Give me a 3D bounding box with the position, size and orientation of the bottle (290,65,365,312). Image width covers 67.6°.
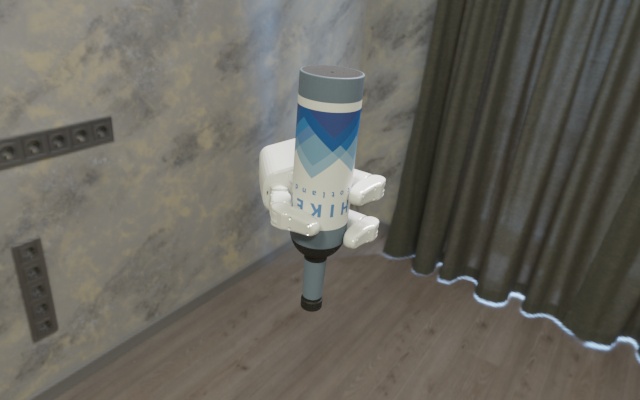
[{"bbox_3d":[0.000,0.002,0.545,0.069,0.296,0.069,4,26,-2],"label":"bottle"}]
